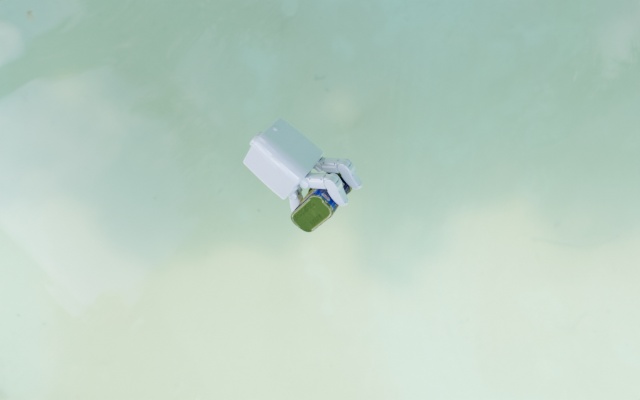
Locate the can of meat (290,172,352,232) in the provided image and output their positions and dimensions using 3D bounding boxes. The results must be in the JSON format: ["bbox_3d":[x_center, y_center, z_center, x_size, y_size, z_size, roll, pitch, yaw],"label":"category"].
[{"bbox_3d":[0.000,0.003,0.874,0.102,0.057,0.084,-41,8,45],"label":"can of meat"}]
